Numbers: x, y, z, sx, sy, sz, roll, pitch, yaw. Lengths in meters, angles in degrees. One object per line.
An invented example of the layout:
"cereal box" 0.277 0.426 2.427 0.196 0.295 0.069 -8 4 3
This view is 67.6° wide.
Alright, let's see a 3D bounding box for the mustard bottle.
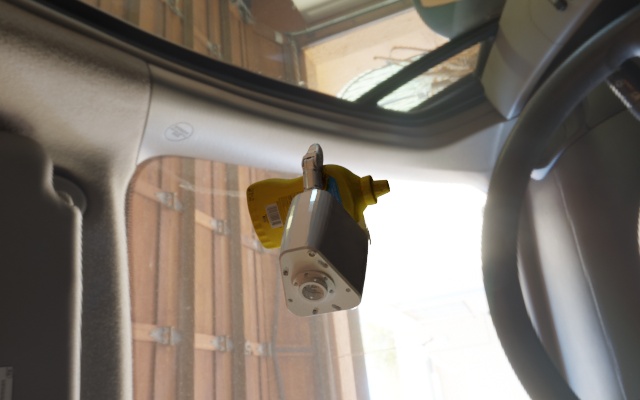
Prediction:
"mustard bottle" 0.000 0.002 0.647 0.191 0.096 0.058 -13 8 17
